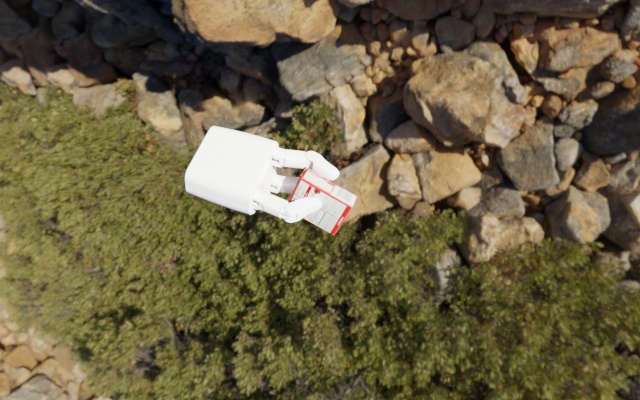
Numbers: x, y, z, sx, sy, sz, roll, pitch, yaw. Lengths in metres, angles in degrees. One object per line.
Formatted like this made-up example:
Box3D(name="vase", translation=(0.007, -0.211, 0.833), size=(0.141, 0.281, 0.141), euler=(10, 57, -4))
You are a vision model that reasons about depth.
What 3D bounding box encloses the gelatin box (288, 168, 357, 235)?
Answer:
Box3D(name="gelatin box", translation=(0.000, 0.003, 0.719), size=(0.089, 0.073, 0.030), euler=(30, 44, 1))
